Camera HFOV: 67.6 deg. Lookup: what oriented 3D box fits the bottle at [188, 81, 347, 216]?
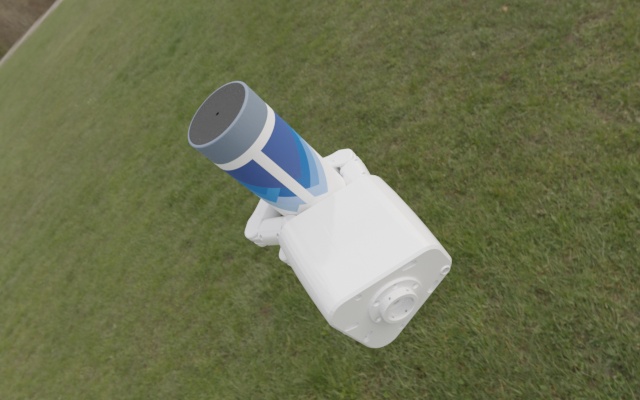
[{"bbox_3d":[0.000,0.001,0.481,0.069,0.069,0.296,0,-29,40],"label":"bottle"}]
